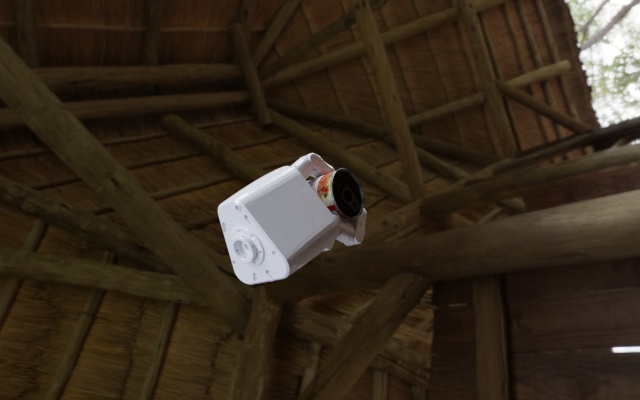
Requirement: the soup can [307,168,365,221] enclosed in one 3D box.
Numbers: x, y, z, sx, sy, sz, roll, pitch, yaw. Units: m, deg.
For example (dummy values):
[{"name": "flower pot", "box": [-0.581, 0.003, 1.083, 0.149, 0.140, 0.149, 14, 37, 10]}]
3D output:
[{"name": "soup can", "box": [0.000, 0.002, 0.655, 0.102, 0.068, 0.068, -17, -11, 40]}]
